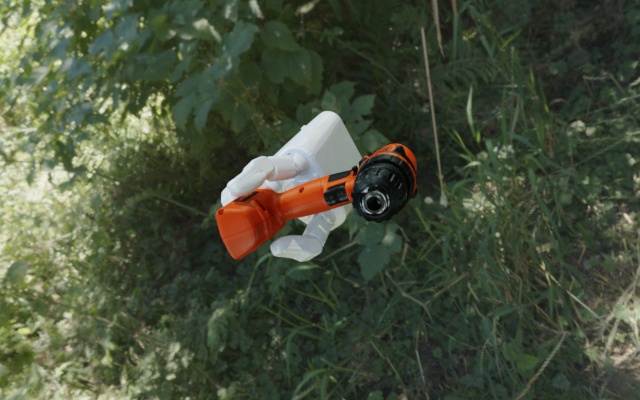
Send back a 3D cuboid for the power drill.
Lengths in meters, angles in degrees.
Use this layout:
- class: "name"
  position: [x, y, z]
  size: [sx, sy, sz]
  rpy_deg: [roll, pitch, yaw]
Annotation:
- class: "power drill"
  position: [0.000, 0.002, 0.454]
  size: [0.187, 0.057, 0.184]
  rpy_deg: [-16, 7, 18]
